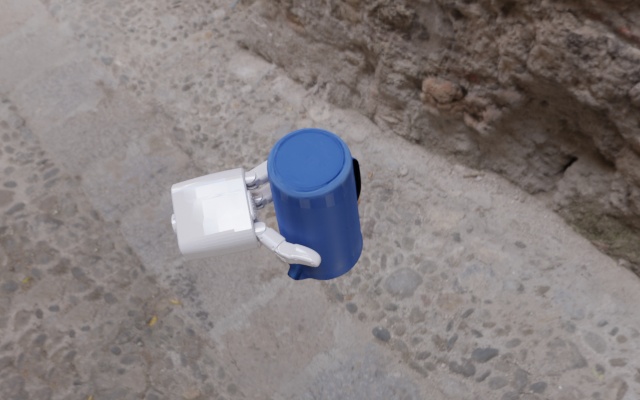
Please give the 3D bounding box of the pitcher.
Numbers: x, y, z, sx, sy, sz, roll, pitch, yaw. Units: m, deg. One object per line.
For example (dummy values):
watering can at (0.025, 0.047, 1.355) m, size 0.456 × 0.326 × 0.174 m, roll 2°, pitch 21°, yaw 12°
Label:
pitcher at (0.000, 0.002, 0.693) m, size 0.145 × 0.149 × 0.243 m, roll -10°, pitch -32°, yaw -1°
